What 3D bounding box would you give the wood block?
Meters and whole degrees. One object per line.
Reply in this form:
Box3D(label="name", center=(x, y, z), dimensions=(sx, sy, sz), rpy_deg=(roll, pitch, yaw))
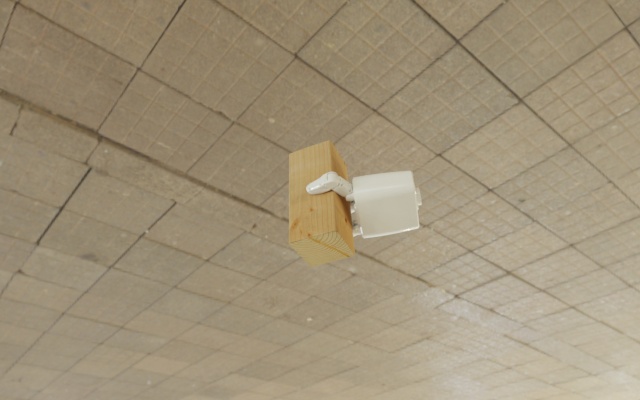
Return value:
Box3D(label="wood block", center=(0.000, 0.003, 0.879), dimensions=(0.090, 0.206, 0.091), rpy_deg=(-17, -40, 17))
